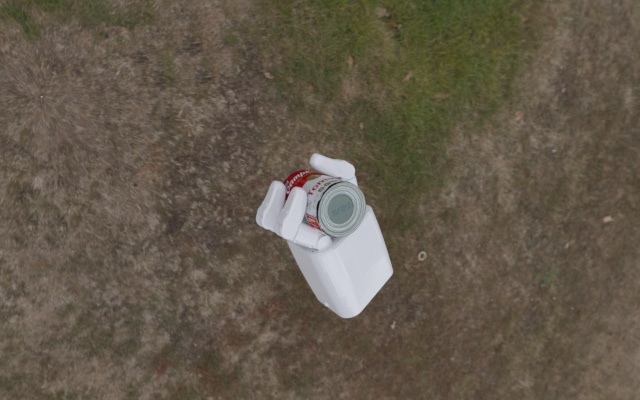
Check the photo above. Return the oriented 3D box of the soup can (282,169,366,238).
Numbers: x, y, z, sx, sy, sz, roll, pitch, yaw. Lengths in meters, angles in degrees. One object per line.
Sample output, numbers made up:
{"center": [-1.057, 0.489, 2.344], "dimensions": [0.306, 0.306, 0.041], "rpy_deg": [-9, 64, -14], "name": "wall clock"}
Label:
{"center": [0.000, 0.001, 0.586], "dimensions": [0.068, 0.068, 0.102], "rpy_deg": [0, 11, -30], "name": "soup can"}
